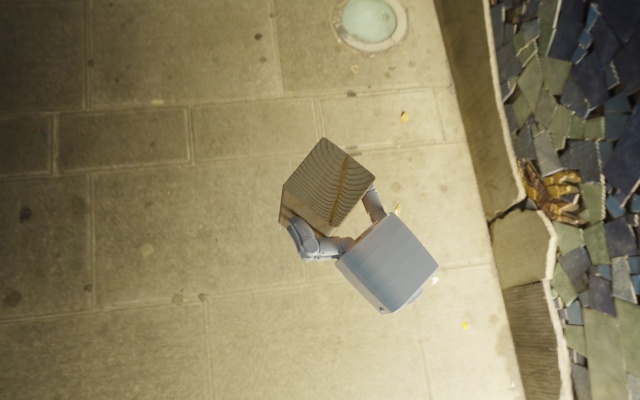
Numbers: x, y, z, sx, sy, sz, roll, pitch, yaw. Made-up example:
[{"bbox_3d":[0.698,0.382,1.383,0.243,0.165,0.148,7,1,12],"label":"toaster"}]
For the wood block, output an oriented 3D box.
[{"bbox_3d":[0.001,0.002,0.703,0.090,0.091,0.206,38,-16,4],"label":"wood block"}]
